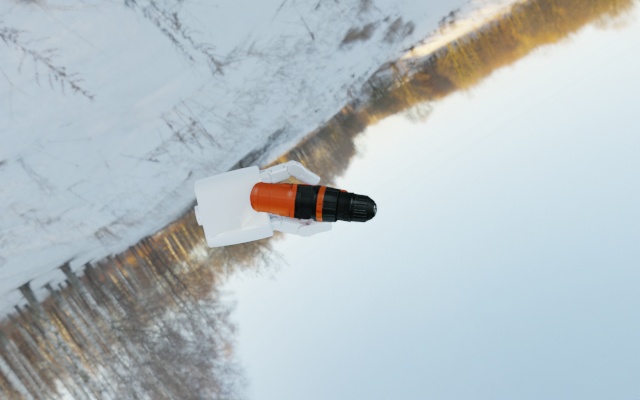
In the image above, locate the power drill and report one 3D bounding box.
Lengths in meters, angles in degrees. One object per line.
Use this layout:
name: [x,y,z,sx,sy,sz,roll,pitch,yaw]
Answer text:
power drill: [0.000,0.002,0.752,0.184,0.057,0.187,8,0,9]
